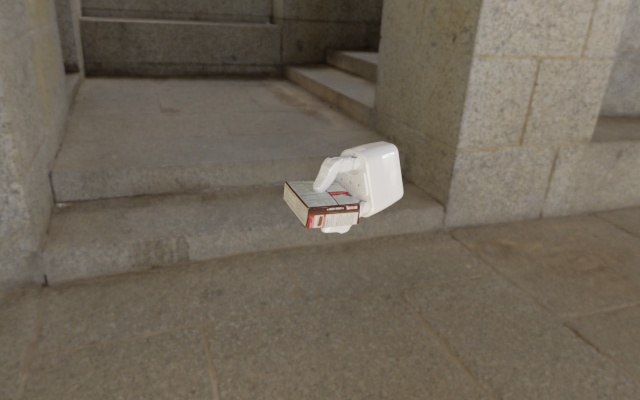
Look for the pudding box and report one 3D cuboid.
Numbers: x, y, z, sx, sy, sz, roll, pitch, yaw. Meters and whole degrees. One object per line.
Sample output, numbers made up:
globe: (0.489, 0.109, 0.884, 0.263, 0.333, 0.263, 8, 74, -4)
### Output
pudding box: (0.000, 0.002, 0.755, 0.090, 0.039, 0.113, -5, 24, -21)
